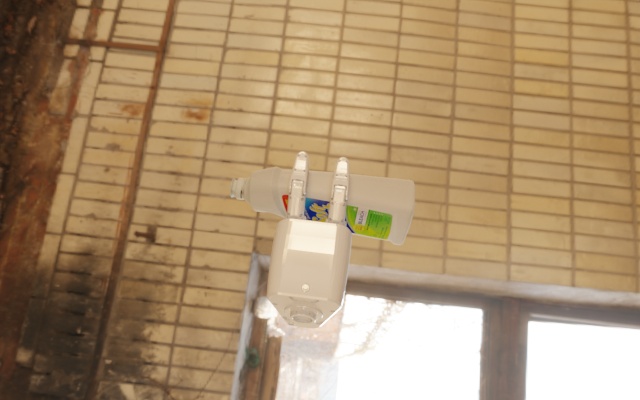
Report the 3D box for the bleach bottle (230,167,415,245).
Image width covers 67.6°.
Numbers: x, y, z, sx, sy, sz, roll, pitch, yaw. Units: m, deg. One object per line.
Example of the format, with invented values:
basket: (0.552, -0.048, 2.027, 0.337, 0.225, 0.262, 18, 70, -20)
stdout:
bleach bottle: (0.000, 0.002, 0.676, 0.251, 0.068, 0.103, 7, -36, 2)
